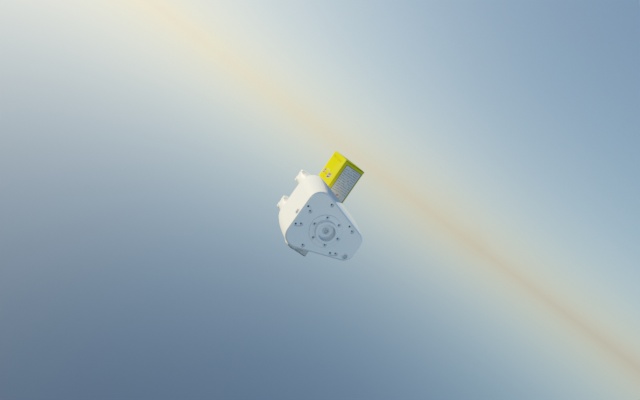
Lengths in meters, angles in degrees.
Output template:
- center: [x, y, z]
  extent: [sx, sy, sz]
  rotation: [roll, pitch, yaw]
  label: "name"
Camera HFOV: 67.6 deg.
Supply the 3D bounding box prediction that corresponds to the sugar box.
- center: [0.000, 0.002, 0.833]
  extent: [0.048, 0.176, 0.093]
  rotation: [35, 7, -17]
  label: "sugar box"
